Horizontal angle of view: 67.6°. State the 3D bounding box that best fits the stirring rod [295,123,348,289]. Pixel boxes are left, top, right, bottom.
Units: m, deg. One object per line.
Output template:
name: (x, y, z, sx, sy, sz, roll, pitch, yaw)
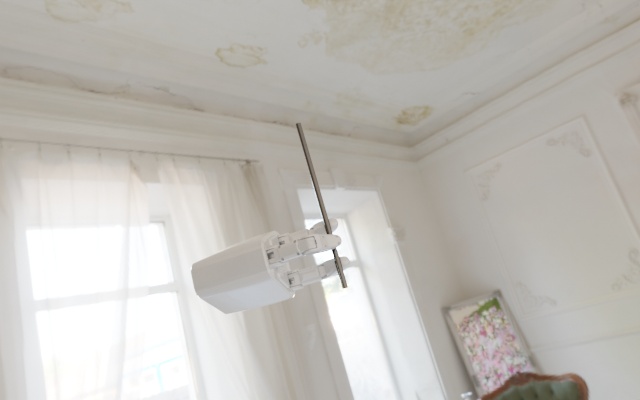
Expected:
stirring rod: (0.000, 0.002, 0.650, 0.011, 0.239, 0.011, -15, -15, -4)
